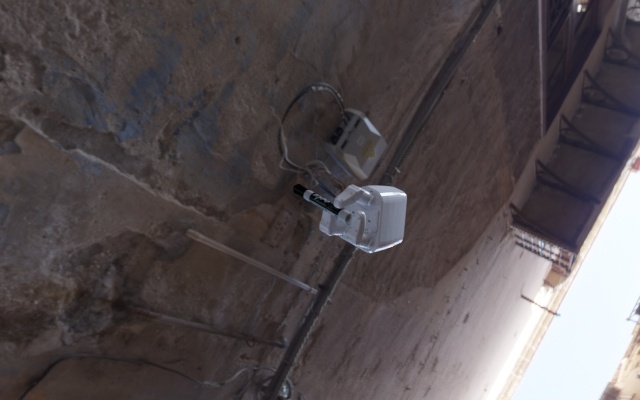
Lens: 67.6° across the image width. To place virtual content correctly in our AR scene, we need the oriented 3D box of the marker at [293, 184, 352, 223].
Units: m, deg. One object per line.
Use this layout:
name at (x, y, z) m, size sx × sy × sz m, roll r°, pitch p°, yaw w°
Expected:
marker at (0.000, 0.003, 0.796) m, size 0.121 × 0.020 × 0.020 m, roll 30°, pitch 16°, yaw 31°
